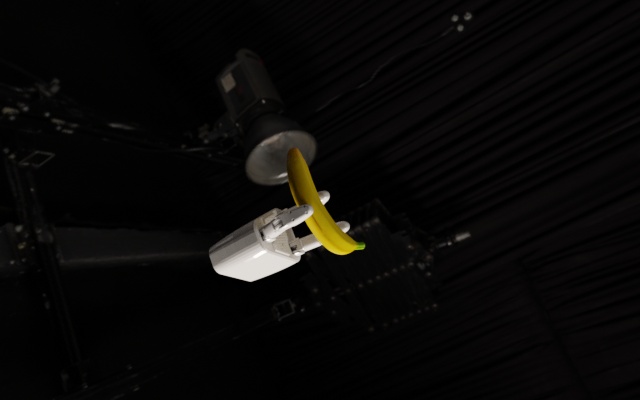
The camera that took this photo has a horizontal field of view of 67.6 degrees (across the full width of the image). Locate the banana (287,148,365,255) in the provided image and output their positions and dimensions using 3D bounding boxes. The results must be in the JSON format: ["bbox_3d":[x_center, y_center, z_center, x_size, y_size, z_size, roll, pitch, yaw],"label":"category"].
[{"bbox_3d":[-0.004,0.012,0.734,0.037,0.198,0.069,-29,11,28],"label":"banana"}]
